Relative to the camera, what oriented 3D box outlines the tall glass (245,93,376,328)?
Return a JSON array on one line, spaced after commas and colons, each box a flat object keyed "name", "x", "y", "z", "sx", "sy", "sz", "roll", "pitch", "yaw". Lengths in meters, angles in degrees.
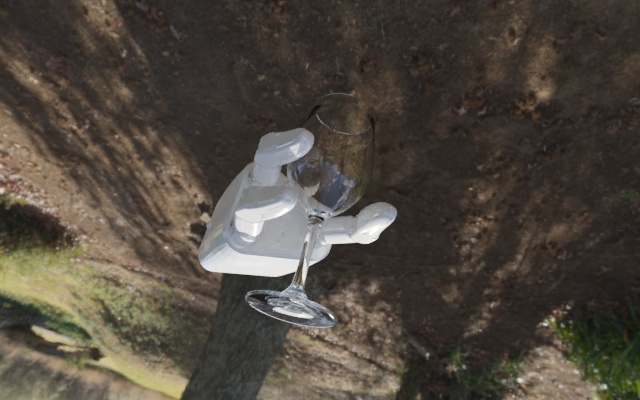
[{"name": "tall glass", "x": 0.000, "y": 0.002, "z": 0.417, "sx": 0.079, "sy": 0.201, "sz": 0.079, "roll": 12, "pitch": -28, "yaw": 7}]
